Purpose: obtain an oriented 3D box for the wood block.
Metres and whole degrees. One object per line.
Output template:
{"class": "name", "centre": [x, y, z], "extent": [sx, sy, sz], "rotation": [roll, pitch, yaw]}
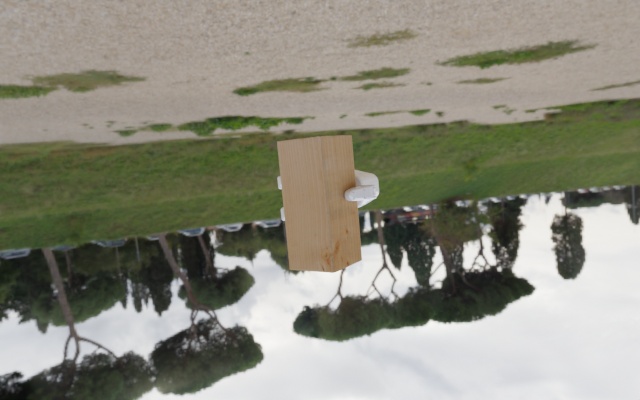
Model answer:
{"class": "wood block", "centre": [0.001, 0.003, 0.766], "extent": [0.091, 0.206, 0.090], "rotation": [-2, 6, 36]}
